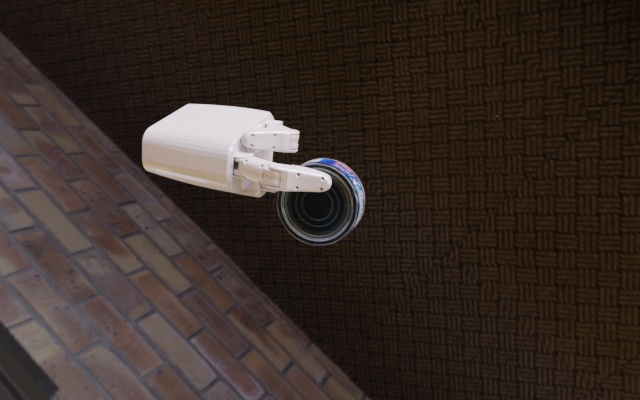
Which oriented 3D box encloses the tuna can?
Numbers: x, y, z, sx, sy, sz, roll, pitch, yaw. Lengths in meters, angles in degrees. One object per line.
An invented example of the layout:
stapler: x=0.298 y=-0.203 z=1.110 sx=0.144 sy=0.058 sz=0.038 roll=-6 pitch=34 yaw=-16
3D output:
tuna can: x=0.000 y=0.002 z=0.480 sx=0.086 sy=0.086 sz=0.033 roll=0 pitch=11 yaw=15
